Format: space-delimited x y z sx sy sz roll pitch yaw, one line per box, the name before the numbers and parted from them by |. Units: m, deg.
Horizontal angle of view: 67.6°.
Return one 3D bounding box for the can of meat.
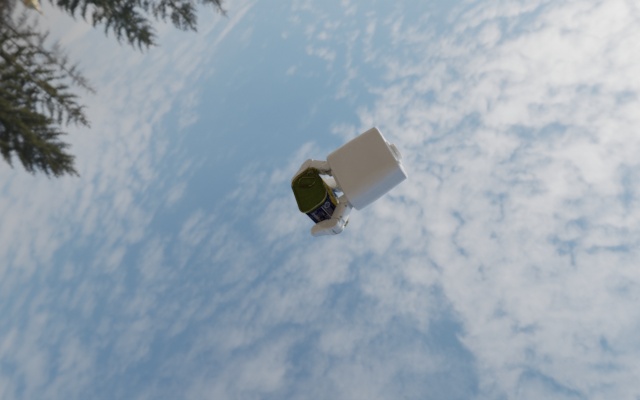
can of meat | 0.000 0.003 0.861 0.057 0.102 0.084 -35 -50 11
